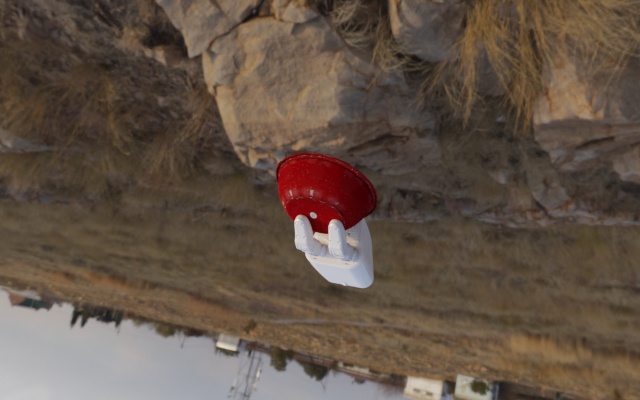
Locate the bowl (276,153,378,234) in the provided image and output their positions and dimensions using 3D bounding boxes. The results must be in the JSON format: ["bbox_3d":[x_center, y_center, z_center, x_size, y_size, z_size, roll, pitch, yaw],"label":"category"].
[{"bbox_3d":[-0.001,0.002,0.708,0.162,0.055,0.162,16,-33,10],"label":"bowl"}]
